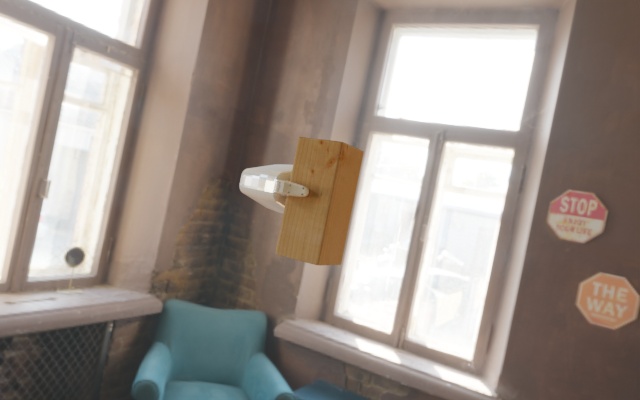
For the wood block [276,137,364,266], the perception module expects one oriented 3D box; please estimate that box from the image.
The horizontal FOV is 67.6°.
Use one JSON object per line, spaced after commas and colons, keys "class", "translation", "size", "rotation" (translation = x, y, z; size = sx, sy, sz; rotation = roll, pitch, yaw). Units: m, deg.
{"class": "wood block", "translation": [0.000, 0.002, 0.833], "size": [0.090, 0.206, 0.091], "rotation": [11, 0, 30]}
